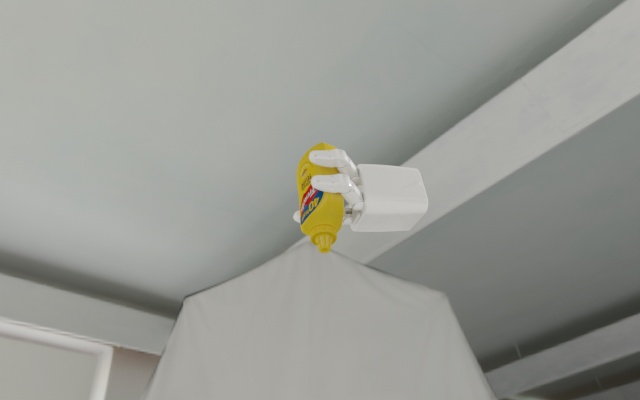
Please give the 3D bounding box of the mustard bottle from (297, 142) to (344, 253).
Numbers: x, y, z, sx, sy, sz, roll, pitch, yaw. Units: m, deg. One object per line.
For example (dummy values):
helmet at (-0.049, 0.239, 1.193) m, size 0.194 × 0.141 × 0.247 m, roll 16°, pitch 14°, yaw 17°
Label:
mustard bottle at (0.000, 0.002, 0.771) m, size 0.058 × 0.191 × 0.096 m, roll 19°, pitch -46°, yaw -26°
